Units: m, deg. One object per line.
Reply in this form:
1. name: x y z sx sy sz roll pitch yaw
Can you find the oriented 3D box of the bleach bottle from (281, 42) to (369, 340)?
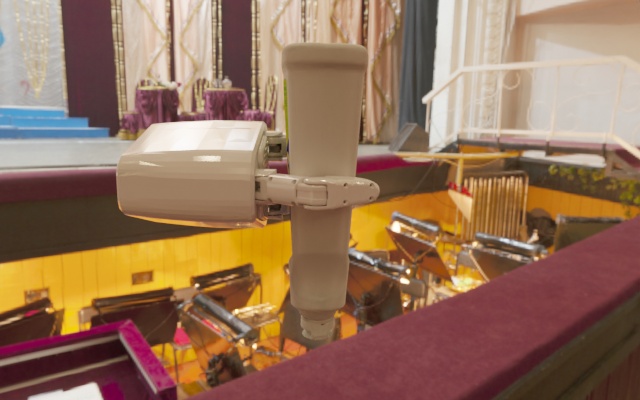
1. bleach bottle: 0.000 0.001 0.412 0.068 0.251 0.102 1 10 -2
